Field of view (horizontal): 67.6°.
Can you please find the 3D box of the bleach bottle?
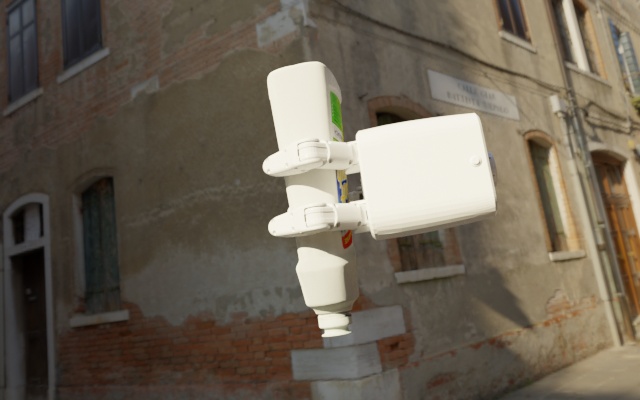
[{"bbox_3d":[0.000,0.001,0.466,0.068,0.250,0.102,-10,-10,10],"label":"bleach bottle"}]
